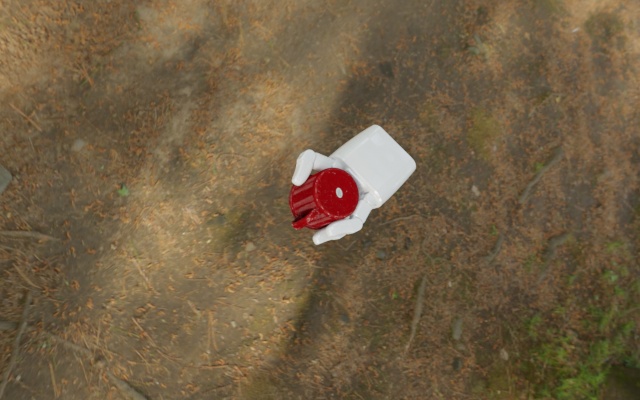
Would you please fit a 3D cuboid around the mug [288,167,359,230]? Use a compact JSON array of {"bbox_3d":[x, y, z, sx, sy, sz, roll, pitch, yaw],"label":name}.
[{"bbox_3d":[-0.001,0.003,0.750,0.117,0.093,0.081,-43,10,-28],"label":"mug"}]
